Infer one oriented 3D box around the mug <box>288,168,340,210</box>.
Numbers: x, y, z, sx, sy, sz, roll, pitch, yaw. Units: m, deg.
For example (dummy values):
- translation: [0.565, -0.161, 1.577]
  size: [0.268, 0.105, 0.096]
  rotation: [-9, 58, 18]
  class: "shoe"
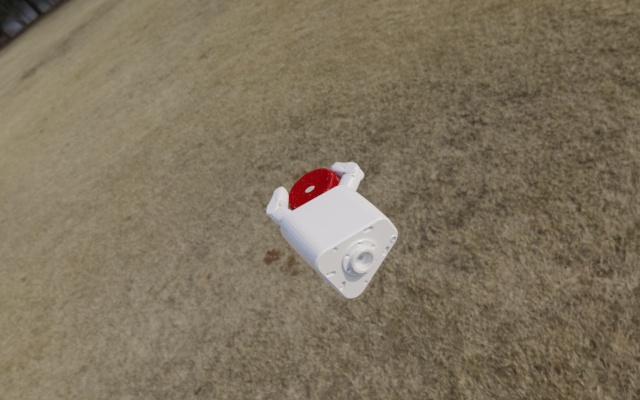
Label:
- translation: [-0.001, 0.002, 0.718]
  size: [0.081, 0.093, 0.117]
  rotation: [51, -8, -34]
  class: "mug"
